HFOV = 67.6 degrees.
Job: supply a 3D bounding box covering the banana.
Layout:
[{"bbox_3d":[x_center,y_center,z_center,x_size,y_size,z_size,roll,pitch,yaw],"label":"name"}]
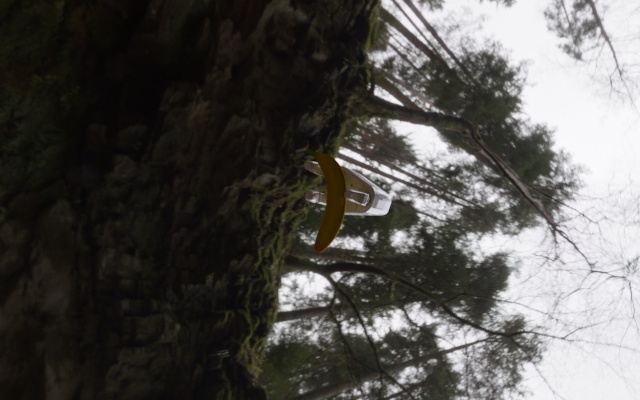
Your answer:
[{"bbox_3d":[0.017,-0.003,0.892,0.069,0.197,0.037,-8,-9,24],"label":"banana"}]
